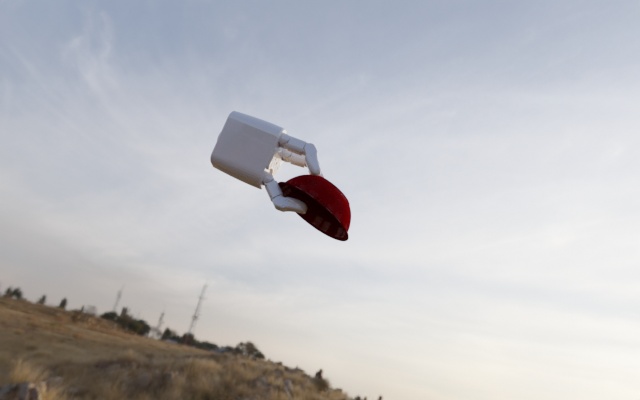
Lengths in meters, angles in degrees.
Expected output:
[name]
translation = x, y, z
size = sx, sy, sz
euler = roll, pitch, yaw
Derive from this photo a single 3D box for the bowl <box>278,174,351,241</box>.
[bowl]
translation = 0.001, 0.003, 0.863
size = 0.162, 0.055, 0.162
euler = 36, -17, 13
